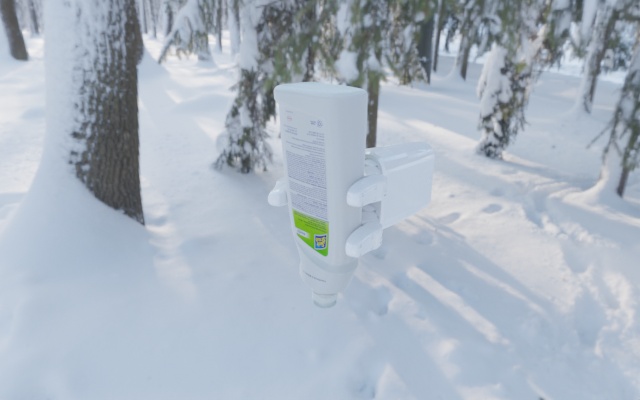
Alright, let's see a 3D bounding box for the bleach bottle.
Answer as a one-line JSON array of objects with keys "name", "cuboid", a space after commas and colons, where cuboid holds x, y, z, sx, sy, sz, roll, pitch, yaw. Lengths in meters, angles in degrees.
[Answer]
[{"name": "bleach bottle", "cuboid": [0.000, 0.002, 0.532, 0.068, 0.251, 0.102, -17, 27, -38]}]
